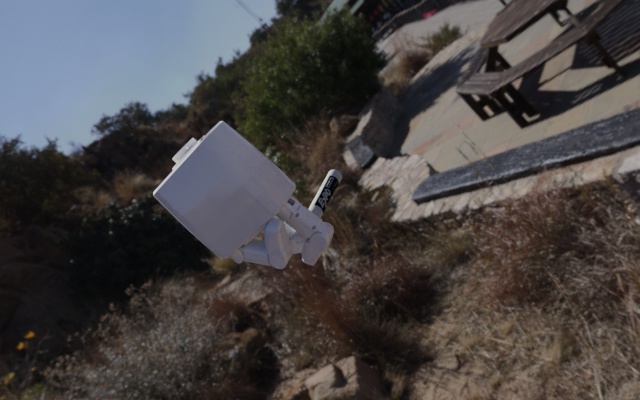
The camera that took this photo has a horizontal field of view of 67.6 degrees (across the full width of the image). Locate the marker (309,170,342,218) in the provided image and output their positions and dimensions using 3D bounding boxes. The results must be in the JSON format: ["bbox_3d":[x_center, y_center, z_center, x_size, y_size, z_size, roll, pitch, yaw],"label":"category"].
[{"bbox_3d":[0.000,0.002,0.571,0.020,0.020,0.121,0,35,23],"label":"marker"}]
